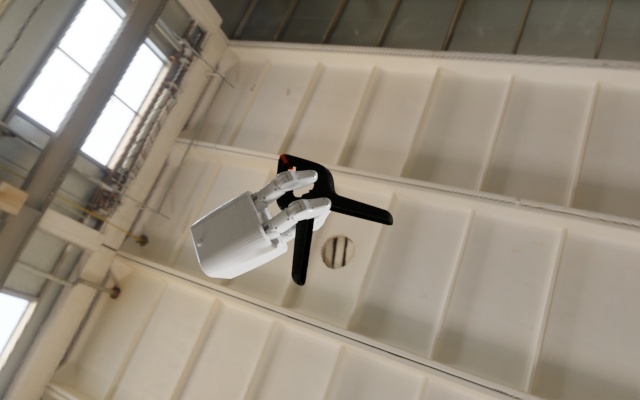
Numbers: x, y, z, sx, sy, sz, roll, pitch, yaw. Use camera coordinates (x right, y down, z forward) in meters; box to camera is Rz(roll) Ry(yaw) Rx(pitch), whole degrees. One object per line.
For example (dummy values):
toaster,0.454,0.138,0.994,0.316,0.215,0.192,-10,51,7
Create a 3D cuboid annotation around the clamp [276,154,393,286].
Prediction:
clamp,0.000,0.002,0.713,0.164,0.210,0.036,-28,-32,4
